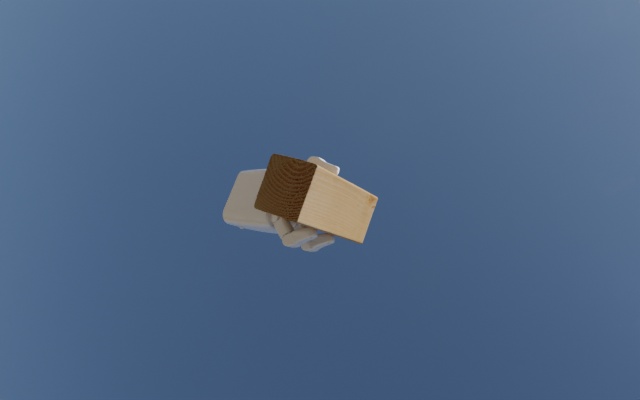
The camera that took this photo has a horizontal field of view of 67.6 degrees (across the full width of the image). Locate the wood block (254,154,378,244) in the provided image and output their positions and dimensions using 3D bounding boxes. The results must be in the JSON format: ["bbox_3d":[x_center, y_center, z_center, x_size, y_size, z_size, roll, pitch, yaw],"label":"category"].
[{"bbox_3d":[0.000,0.002,0.782,0.090,0.091,0.206,17,-3,34],"label":"wood block"}]
